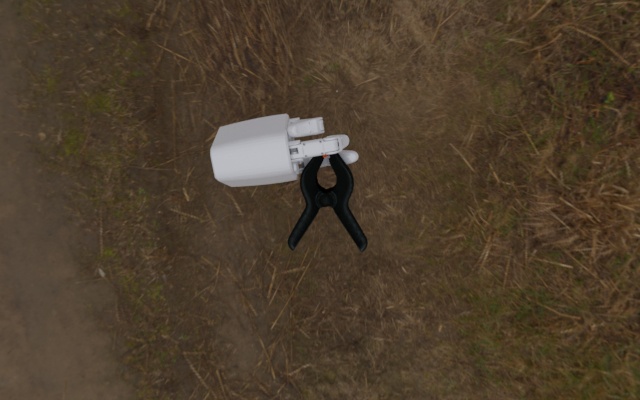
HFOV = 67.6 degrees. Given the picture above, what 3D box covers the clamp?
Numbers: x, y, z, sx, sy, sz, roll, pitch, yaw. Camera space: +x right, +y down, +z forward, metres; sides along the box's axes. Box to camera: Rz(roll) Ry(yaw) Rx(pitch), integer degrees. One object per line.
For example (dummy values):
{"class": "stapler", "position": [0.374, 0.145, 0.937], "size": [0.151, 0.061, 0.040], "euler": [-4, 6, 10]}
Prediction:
{"class": "clamp", "position": [0.000, 0.002, 0.708], "size": [0.120, 0.171, 0.039], "euler": [-9, 13, 1]}
